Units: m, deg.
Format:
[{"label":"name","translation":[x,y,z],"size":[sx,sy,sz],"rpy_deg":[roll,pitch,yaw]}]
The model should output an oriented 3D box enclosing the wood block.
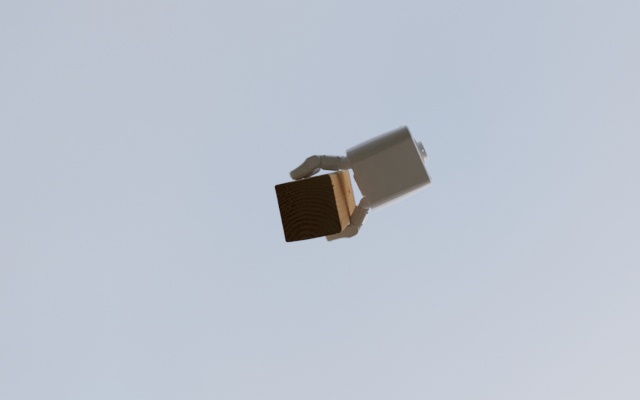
[{"label":"wood block","translation":[0.001,0.003,0.801],"size":[0.090,0.091,0.206],"rpy_deg":[-11,3,12]}]
